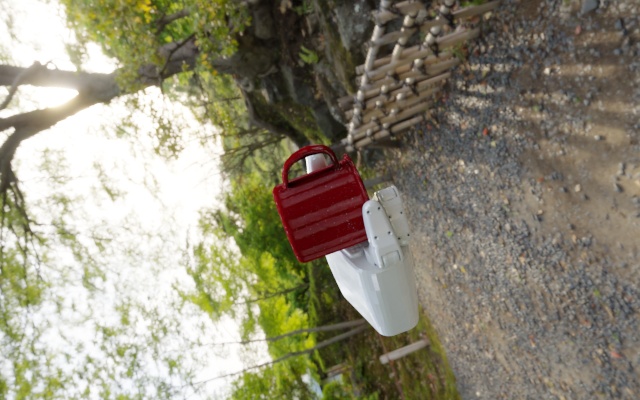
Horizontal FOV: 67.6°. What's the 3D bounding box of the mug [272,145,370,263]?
[{"bbox_3d":[-0.001,0.000,0.462,0.081,0.117,0.093,-21,33,-2],"label":"mug"}]
